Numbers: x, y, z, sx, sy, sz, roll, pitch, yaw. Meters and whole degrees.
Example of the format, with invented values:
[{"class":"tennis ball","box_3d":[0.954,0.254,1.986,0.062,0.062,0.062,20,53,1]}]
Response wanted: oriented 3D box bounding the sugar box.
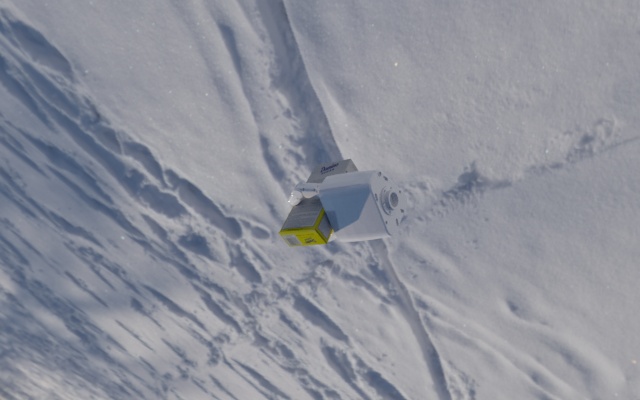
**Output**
[{"class":"sugar box","box_3d":[0.000,0.003,0.880,0.093,0.176,0.048,-7,-50,40]}]
